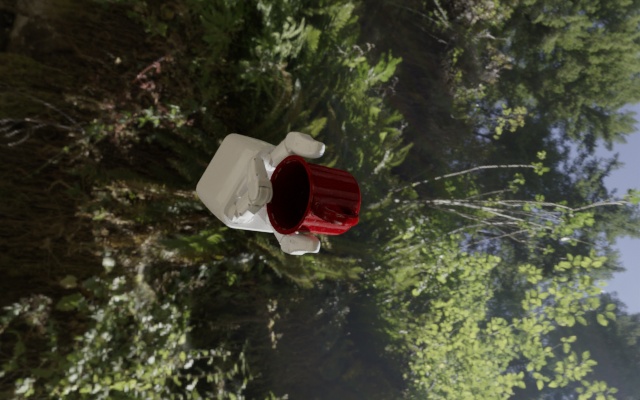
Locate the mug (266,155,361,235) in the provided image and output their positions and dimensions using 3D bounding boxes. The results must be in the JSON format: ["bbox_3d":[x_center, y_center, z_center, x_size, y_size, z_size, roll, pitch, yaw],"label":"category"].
[{"bbox_3d":[0.001,0.002,0.563,0.081,0.093,0.117,9,13,-38],"label":"mug"}]
